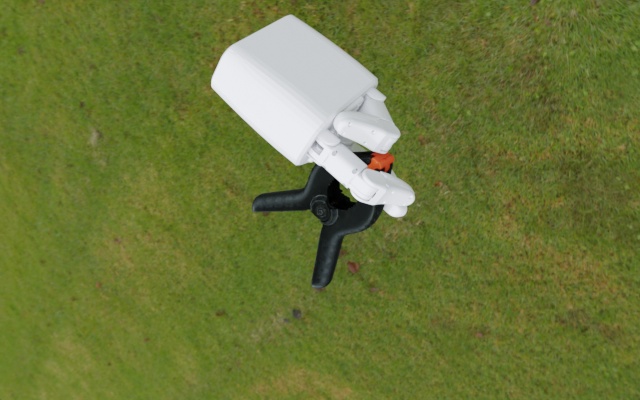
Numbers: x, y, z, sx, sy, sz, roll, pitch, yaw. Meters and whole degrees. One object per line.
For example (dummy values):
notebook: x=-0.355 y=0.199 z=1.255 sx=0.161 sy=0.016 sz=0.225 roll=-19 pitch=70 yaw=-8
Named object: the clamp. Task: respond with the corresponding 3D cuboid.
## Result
clamp: x=0.000 y=0.002 z=0.472 sx=0.120 sy=0.171 sz=0.039 roll=41 pitch=35 yaw=5
